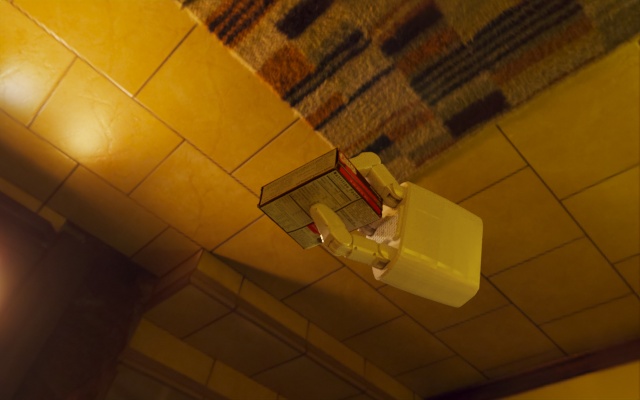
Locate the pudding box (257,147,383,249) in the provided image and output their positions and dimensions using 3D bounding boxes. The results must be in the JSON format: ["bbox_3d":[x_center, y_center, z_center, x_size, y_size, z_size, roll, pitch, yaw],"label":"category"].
[{"bbox_3d":[0.000,0.002,0.537,0.113,0.039,0.090,-26,-55,27],"label":"pudding box"}]
